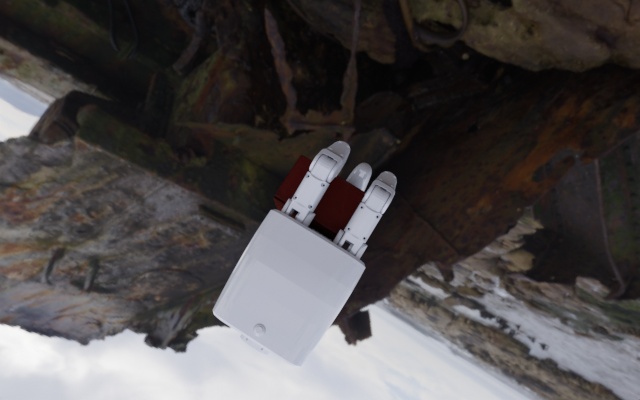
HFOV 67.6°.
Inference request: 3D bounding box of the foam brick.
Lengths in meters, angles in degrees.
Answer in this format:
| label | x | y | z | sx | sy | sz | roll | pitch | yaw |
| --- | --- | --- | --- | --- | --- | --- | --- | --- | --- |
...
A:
| label | x | y | z | sx | sy | sz | roll | pitch | yaw |
| --- | --- | --- | --- | --- | --- | --- | --- | --- | --- |
| foam brick | 0.000 | 0.001 | 0.467 | 0.078 | 0.051 | 0.053 | 31 | -11 | 7 |
